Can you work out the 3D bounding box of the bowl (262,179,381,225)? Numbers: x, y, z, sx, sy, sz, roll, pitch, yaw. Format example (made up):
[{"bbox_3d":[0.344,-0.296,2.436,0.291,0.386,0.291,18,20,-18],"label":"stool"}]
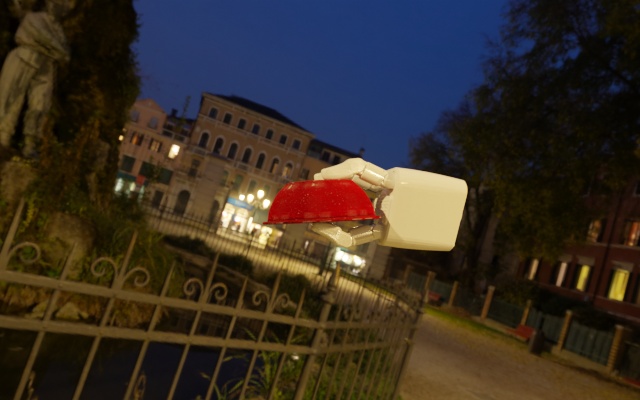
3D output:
[{"bbox_3d":[-0.001,0.002,0.651,0.162,0.055,0.162,-4,-1,0],"label":"bowl"}]
